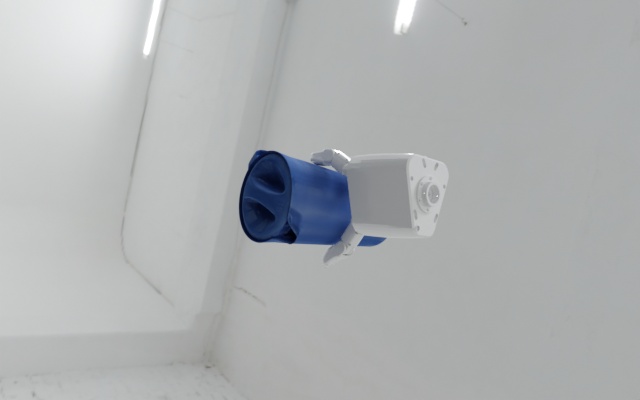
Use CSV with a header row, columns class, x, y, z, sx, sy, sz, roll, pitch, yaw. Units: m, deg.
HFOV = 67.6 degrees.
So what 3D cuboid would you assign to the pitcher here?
class,x,y,z,sx,sy,sz,roll,pitch,yaw
pitcher,0.000,0.003,0.759,0.243,0.149,0.145,11,-9,-41
